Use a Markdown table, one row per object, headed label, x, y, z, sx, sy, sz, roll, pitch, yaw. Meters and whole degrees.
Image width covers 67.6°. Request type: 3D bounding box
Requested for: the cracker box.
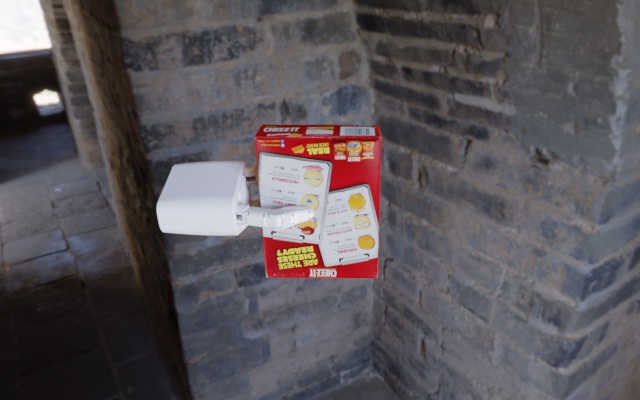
| label | x | y | z | sx | sy | sz | roll | pitch | yaw |
| --- | --- | --- | --- | --- | --- | --- | --- | --- | --- |
| cracker box | 0.000 | 0.002 | 0.671 | 0.164 | 0.214 | 0.072 | 0 | 25 | 4 |
